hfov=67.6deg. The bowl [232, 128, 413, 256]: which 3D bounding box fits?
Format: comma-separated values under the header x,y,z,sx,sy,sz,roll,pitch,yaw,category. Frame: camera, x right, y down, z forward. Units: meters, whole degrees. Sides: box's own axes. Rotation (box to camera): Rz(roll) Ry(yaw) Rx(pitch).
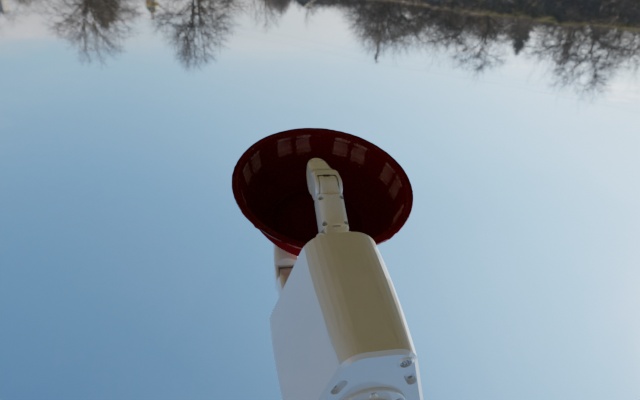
x,y,z,sx,sy,sz,roll,pitch,yaw,category
0.000,0.001,0.443,0.162,0.055,0.162,5,45,-5,bowl
